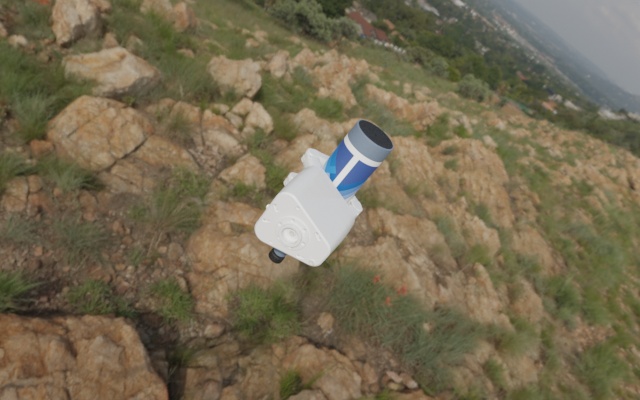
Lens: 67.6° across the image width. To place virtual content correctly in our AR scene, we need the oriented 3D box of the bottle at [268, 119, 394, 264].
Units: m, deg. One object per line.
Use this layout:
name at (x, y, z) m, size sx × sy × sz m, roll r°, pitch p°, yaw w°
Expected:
bottle at (0.000, 0.002, 0.769) m, size 0.069 × 0.069 × 0.296 m, roll 0°, pitch -42°, yaw -47°
